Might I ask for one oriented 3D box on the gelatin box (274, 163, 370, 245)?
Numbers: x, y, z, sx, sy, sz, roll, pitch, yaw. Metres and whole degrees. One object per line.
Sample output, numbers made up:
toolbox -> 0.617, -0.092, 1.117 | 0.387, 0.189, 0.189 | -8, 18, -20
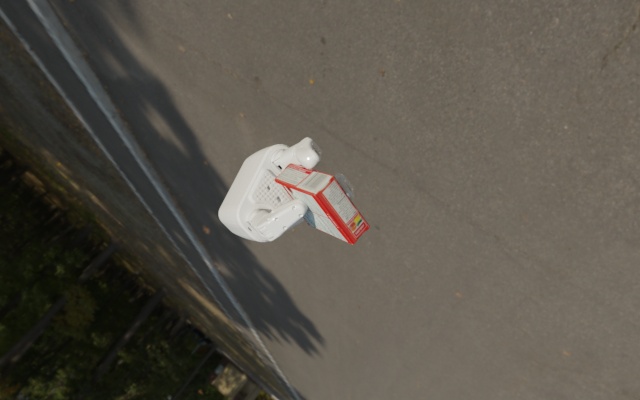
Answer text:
gelatin box -> 0.000, 0.002, 0.492 | 0.089, 0.030, 0.073 | 21, -27, 56
